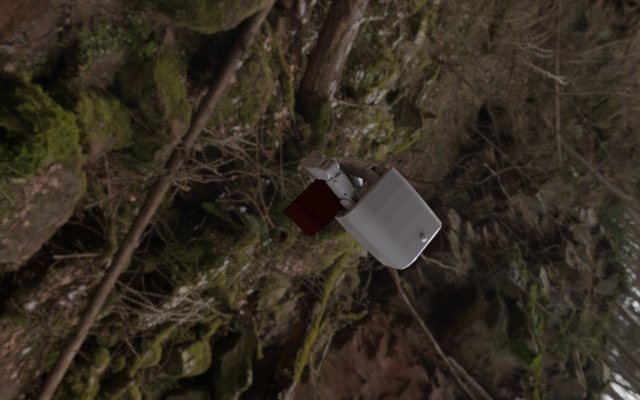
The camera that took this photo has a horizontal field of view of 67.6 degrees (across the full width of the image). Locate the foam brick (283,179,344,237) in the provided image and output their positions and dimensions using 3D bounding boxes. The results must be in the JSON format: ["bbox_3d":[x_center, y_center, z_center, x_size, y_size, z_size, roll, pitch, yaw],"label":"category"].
[{"bbox_3d":[0.000,0.002,0.636,0.078,0.051,0.053,-45,4,-25],"label":"foam brick"}]
